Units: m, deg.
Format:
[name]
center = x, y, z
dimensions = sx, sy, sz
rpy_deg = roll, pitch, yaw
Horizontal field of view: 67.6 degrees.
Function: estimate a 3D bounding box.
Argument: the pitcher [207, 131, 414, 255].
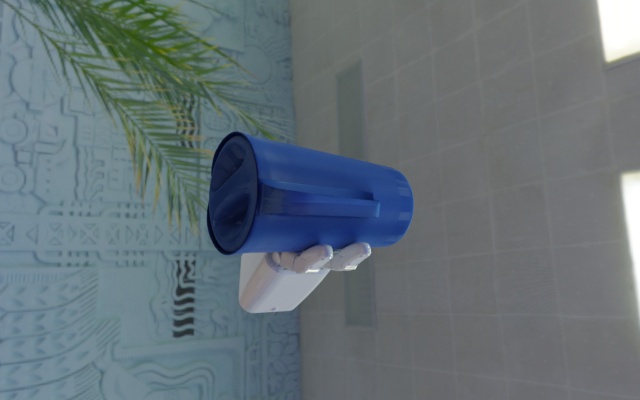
[pitcher]
center = 0.000, 0.002, 0.570
dimensions = 0.243, 0.149, 0.145
rpy_deg = 5, -44, -35
